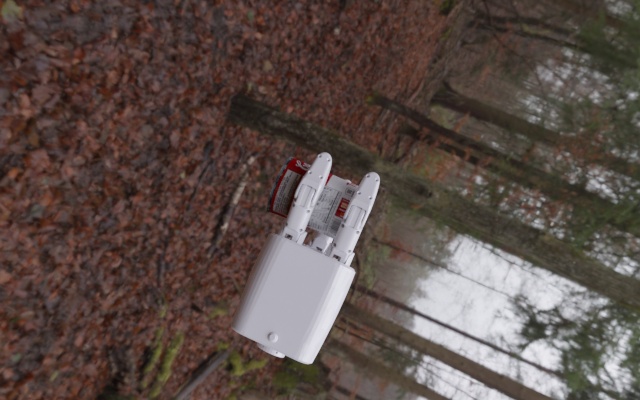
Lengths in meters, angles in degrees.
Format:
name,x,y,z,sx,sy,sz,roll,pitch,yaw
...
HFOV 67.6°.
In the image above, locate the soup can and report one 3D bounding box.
name,x,y,z,sx,sy,sz,roll,pitch,yaw
soup can,0.001,0.001,0.534,0.102,0.068,0.068,23,2,6
